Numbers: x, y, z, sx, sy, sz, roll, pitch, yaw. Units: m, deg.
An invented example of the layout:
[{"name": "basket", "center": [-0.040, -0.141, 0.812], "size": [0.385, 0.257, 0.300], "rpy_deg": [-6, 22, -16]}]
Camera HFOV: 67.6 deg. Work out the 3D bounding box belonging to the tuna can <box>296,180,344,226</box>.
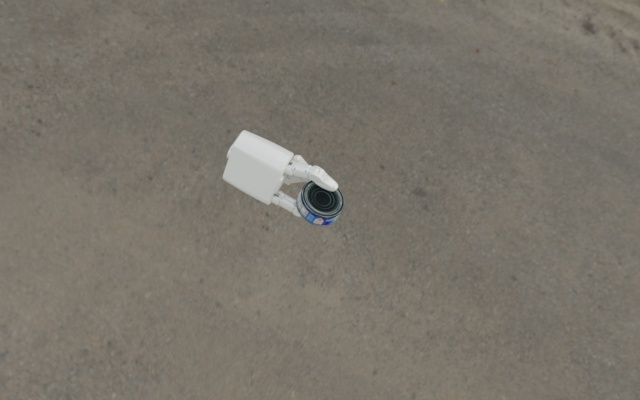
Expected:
[{"name": "tuna can", "center": [0.000, 0.003, 0.889], "size": [0.086, 0.086, 0.034], "rpy_deg": [0, -30, -23]}]
